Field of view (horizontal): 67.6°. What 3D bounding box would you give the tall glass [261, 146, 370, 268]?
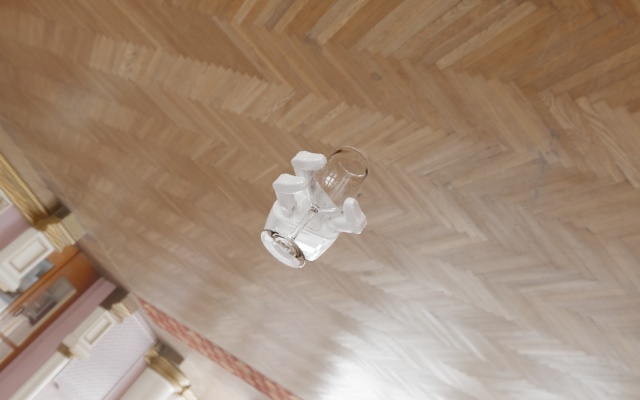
[{"bbox_3d":[0.000,0.003,0.712,0.079,0.079,0.201,0,41,44],"label":"tall glass"}]
